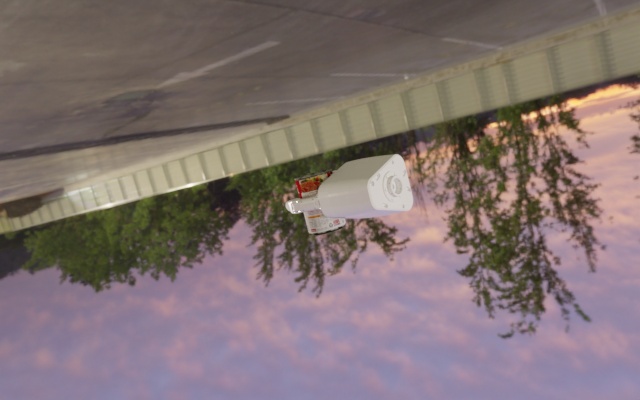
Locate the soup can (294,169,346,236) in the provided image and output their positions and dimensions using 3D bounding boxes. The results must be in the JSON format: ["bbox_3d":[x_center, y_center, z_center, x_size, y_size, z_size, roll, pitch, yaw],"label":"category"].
[{"bbox_3d":[0.000,0.003,0.828,0.068,0.102,0.068,-14,6,2],"label":"soup can"}]
